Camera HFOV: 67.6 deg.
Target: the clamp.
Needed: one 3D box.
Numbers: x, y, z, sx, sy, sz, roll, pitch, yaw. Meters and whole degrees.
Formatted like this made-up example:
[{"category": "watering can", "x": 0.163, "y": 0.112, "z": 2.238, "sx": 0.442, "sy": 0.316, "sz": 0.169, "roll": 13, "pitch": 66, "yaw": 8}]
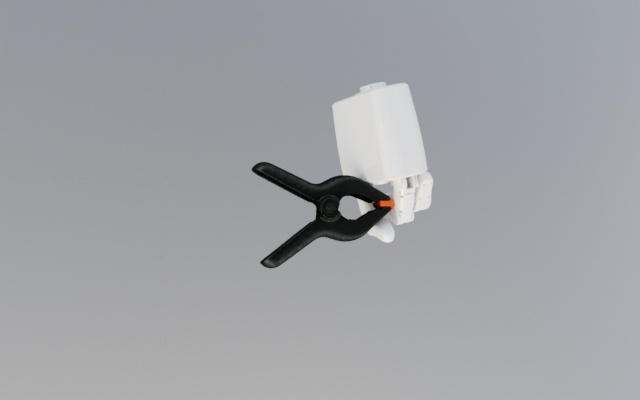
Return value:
[{"category": "clamp", "x": 0.000, "y": 0.002, "z": 0.560, "sx": 0.171, "sy": 0.120, "sz": 0.039, "roll": -14, "pitch": 4, "yaw": -18}]
